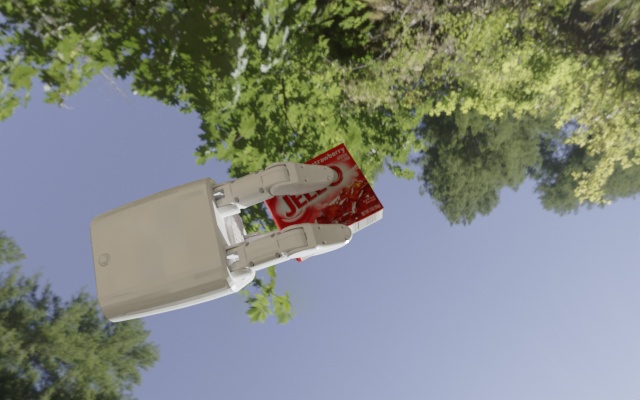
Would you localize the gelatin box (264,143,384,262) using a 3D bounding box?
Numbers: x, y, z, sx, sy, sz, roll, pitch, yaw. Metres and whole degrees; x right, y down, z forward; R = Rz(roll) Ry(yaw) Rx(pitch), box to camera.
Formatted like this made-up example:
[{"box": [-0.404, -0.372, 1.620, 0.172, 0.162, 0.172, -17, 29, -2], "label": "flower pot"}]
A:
[{"box": [0.000, 0.001, 0.424, 0.089, 0.073, 0.030, -27, -20, -7], "label": "gelatin box"}]
